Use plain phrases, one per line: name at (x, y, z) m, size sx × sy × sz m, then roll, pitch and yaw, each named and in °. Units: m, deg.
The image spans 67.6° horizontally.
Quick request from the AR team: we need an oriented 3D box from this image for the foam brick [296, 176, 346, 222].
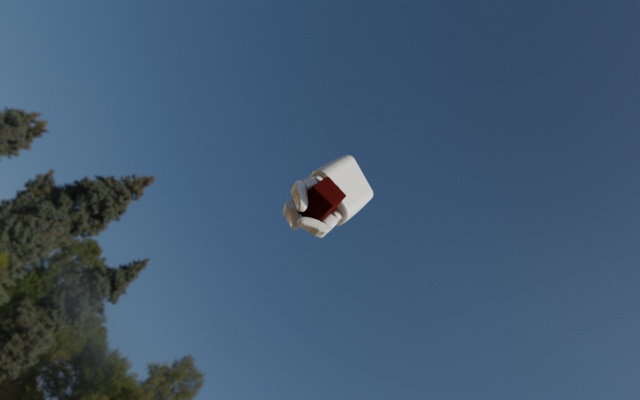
foam brick at (0.000, 0.003, 0.889) m, size 0.051 × 0.053 × 0.078 m, roll -35°, pitch -10°, yaw -45°
